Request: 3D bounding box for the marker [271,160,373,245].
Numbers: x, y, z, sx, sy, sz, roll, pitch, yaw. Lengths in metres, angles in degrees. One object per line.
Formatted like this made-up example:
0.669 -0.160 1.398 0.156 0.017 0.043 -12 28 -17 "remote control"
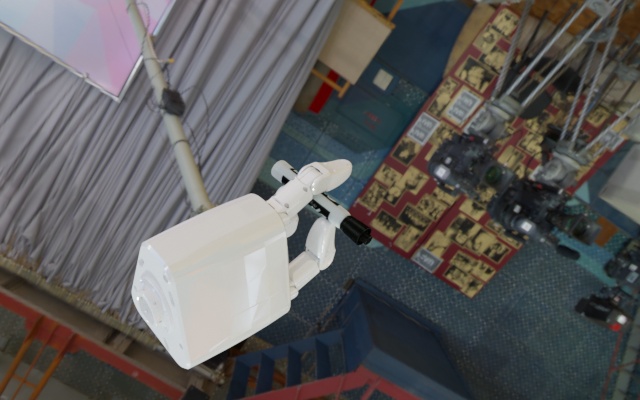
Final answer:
0.000 0.001 0.436 0.121 0.020 0.020 39 21 29 "marker"
